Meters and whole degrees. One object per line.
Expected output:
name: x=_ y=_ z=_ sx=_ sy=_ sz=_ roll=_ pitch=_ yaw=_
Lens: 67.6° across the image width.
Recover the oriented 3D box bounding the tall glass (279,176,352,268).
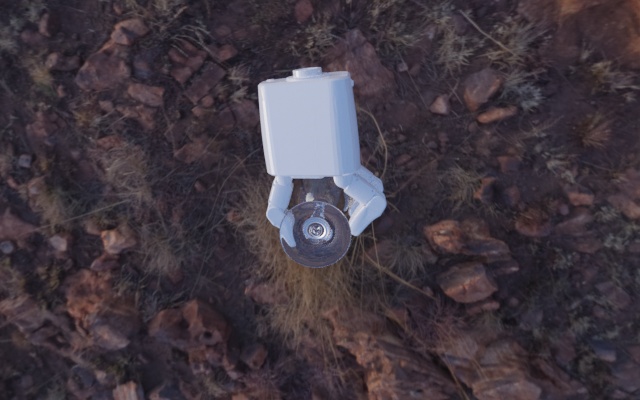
tall glass: x=0.000 y=0.002 z=0.580 sx=0.079 sy=0.079 sz=0.201 roll=0 pitch=19 yaw=3
